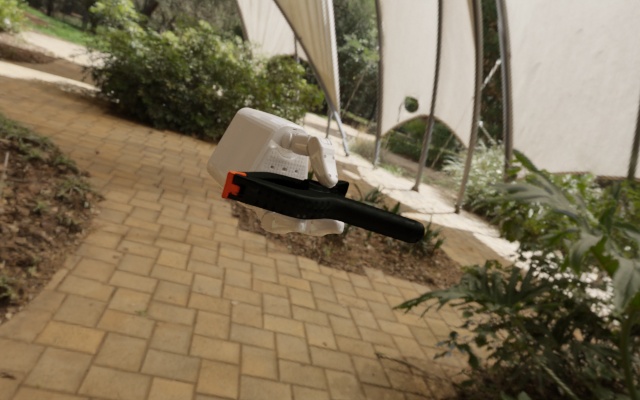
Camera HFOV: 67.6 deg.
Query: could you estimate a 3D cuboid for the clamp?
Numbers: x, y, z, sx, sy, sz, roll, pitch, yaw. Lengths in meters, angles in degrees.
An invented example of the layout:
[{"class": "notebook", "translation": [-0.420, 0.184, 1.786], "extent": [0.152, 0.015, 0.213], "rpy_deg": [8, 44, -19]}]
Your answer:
[{"class": "clamp", "translation": [0.000, 0.001, 0.512], "extent": [0.210, 0.036, 0.164], "rpy_deg": [7, 15, -40]}]
